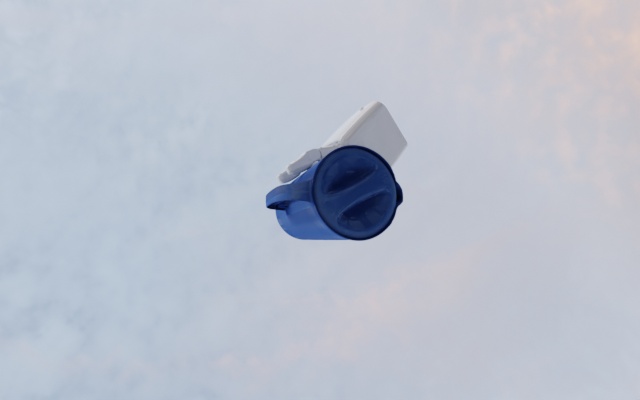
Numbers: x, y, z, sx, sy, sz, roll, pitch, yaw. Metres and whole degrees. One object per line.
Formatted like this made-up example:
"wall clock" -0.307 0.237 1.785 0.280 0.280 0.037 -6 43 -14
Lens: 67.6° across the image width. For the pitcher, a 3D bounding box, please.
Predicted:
"pitcher" 0.000 0.002 0.757 0.149 0.145 0.243 45 -21 -10
